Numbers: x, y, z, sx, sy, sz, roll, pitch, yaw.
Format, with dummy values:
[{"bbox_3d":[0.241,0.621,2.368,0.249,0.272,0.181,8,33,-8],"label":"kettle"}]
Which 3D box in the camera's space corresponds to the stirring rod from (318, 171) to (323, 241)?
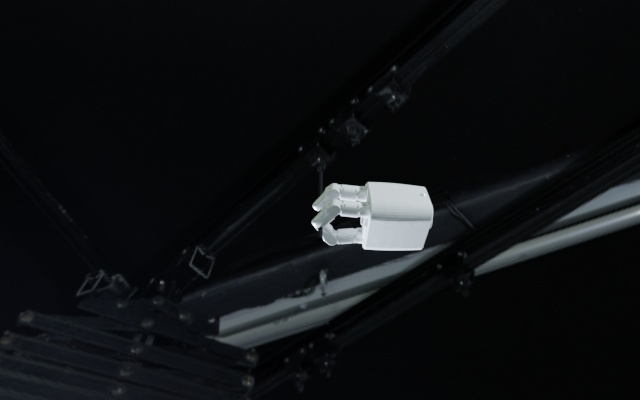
[{"bbox_3d":[0.000,0.003,0.881,0.011,0.011,0.239,0,30,0],"label":"stirring rod"}]
